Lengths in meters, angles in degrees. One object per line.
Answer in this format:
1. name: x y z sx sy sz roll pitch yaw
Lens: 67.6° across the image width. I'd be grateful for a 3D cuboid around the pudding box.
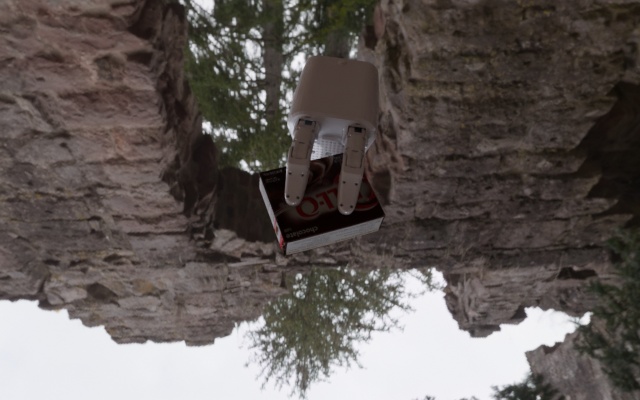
1. pudding box: 0.000 0.002 0.510 0.113 0.090 0.039 -16 -31 -13
